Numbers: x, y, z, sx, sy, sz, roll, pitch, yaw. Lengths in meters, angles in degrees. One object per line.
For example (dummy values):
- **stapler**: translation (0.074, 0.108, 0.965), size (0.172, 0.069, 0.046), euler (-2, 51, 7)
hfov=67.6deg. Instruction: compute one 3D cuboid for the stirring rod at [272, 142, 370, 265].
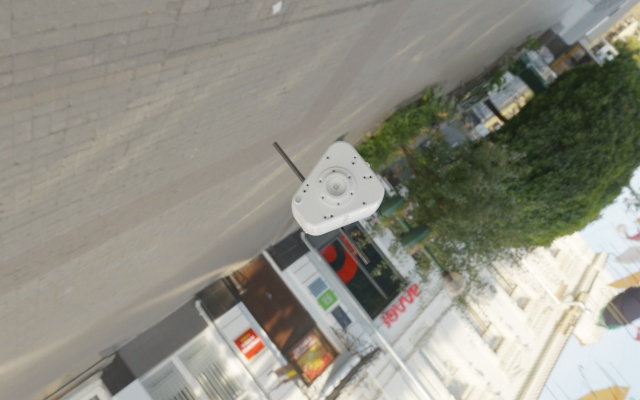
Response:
- **stirring rod**: translation (0.000, 0.002, 0.750), size (0.011, 0.239, 0.011), euler (-38, -6, -5)
